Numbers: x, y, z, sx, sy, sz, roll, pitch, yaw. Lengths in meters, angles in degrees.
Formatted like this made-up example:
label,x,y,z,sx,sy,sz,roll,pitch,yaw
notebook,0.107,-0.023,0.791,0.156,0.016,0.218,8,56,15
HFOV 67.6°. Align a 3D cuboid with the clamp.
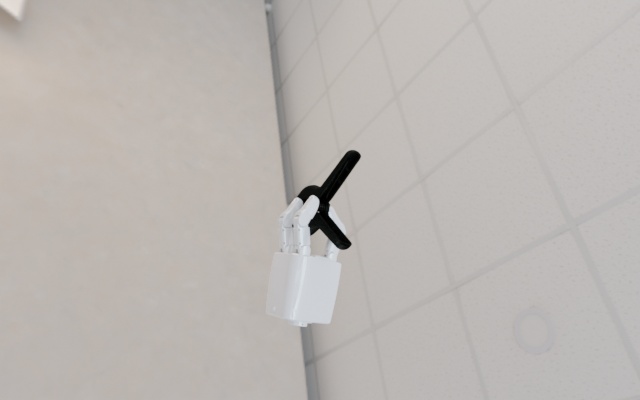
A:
label,x,y,z,sx,sy,sz,roll,pitch,yaw
clamp,0.000,0.003,0.828,0.036,0.164,0.210,18,-13,-29
